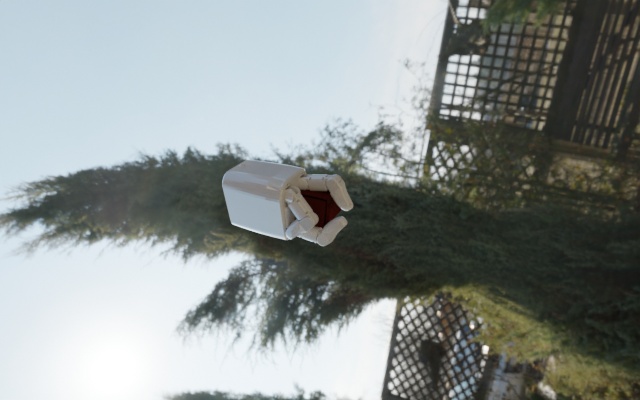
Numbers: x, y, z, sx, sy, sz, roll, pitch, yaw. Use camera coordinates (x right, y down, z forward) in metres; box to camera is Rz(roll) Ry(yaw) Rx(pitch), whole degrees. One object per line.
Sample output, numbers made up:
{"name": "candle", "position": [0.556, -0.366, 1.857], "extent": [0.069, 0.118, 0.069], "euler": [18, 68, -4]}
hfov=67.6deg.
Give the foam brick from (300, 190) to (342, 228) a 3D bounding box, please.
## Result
{"name": "foam brick", "position": [0.000, 0.003, 0.782], "extent": [0.051, 0.053, 0.078], "euler": [12, 26, 19]}
